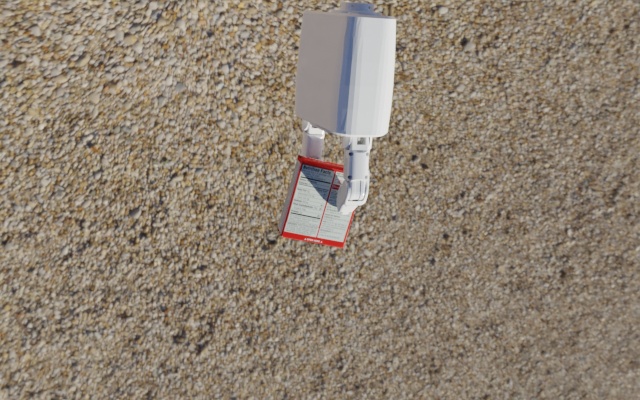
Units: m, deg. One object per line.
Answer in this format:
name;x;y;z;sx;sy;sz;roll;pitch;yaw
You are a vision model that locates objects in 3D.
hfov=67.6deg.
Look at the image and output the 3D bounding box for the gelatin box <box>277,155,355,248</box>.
gelatin box;0.000;0.002;0.519;0.073;0.089;0.030;11;15;-18
